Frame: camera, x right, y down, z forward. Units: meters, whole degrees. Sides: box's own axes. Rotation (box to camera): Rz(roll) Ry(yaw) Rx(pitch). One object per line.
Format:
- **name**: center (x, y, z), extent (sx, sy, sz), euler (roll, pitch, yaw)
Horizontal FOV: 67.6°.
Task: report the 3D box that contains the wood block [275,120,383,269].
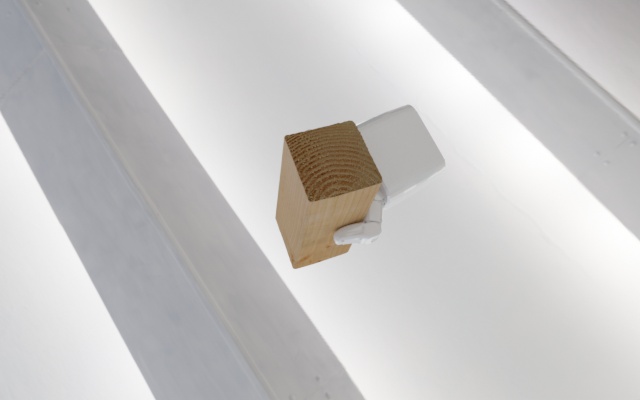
- **wood block**: center (0.001, 0.002, 0.617), extent (0.090, 0.090, 0.206), euler (-16, -25, -16)
